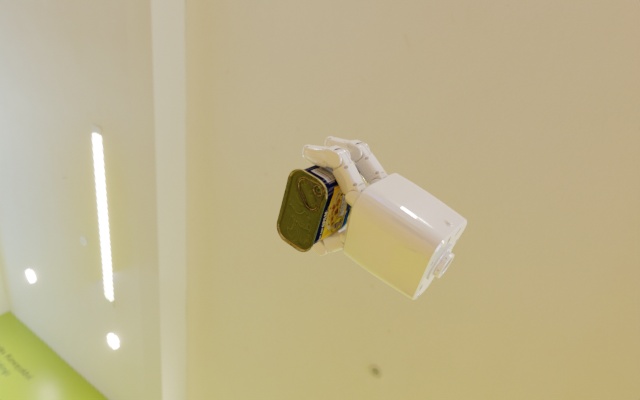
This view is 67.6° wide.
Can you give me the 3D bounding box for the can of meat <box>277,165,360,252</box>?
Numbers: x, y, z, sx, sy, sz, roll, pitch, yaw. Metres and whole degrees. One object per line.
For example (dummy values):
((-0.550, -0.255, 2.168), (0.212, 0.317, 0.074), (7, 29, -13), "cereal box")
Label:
((0.000, 0.002, 0.593), (0.057, 0.102, 0.084), (31, 33, 25), "can of meat")
